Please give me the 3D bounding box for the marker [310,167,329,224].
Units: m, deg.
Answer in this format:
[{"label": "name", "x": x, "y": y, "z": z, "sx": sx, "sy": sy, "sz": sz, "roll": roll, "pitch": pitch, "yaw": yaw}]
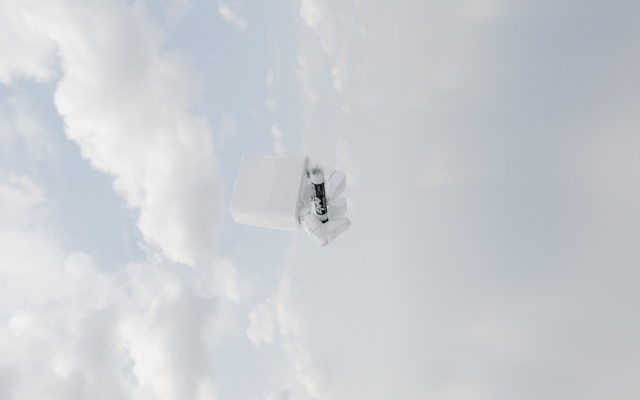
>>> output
[{"label": "marker", "x": 0.000, "y": 0.002, "z": 0.680, "sx": 0.020, "sy": 0.020, "sz": 0.121, "roll": 0, "pitch": -43, "yaw": 7}]
